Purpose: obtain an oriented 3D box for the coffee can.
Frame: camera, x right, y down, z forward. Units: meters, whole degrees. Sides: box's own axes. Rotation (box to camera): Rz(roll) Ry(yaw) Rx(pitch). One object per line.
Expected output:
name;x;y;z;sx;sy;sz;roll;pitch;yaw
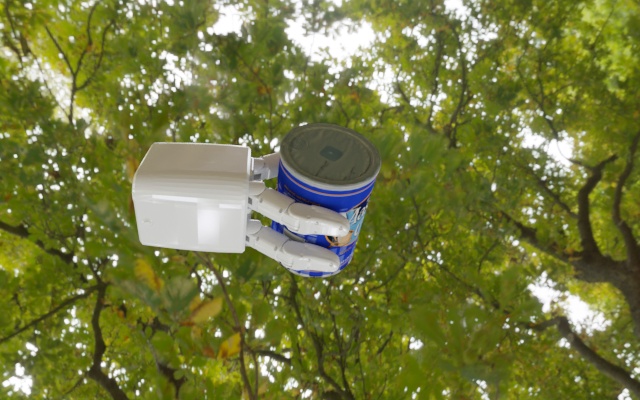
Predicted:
coffee can;0.000;0.002;0.523;0.103;0.140;0.102;6;43;-6
